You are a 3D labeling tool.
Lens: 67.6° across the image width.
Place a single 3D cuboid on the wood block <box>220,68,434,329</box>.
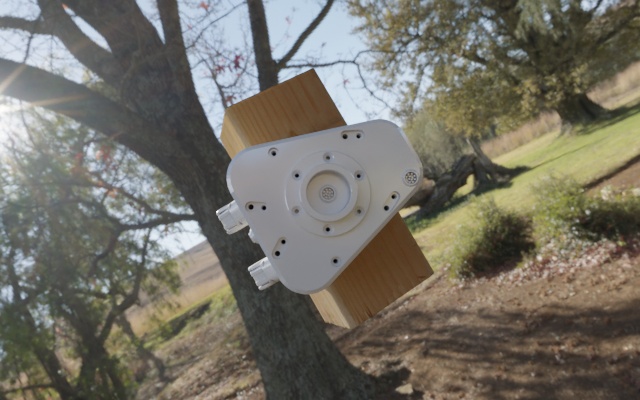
[{"bbox_3d":[0.000,0.001,0.437,0.091,0.206,0.090,-29,-2,-18],"label":"wood block"}]
